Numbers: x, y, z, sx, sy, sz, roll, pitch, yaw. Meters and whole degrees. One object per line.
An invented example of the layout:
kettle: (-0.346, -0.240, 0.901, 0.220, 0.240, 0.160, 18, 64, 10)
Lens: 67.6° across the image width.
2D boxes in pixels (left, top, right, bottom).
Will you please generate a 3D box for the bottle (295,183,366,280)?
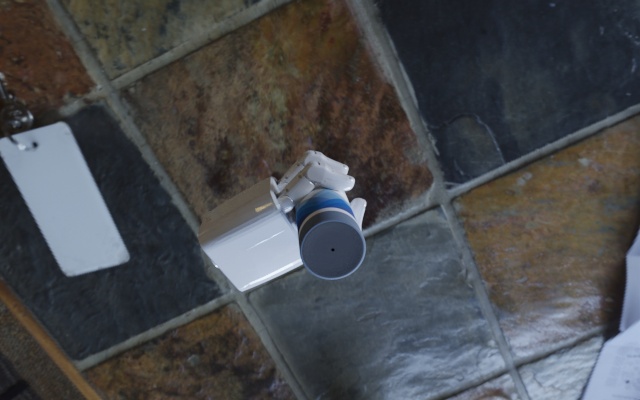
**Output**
bottle: (0.000, 0.002, 0.613, 0.069, 0.069, 0.295, 0, 19, -5)
